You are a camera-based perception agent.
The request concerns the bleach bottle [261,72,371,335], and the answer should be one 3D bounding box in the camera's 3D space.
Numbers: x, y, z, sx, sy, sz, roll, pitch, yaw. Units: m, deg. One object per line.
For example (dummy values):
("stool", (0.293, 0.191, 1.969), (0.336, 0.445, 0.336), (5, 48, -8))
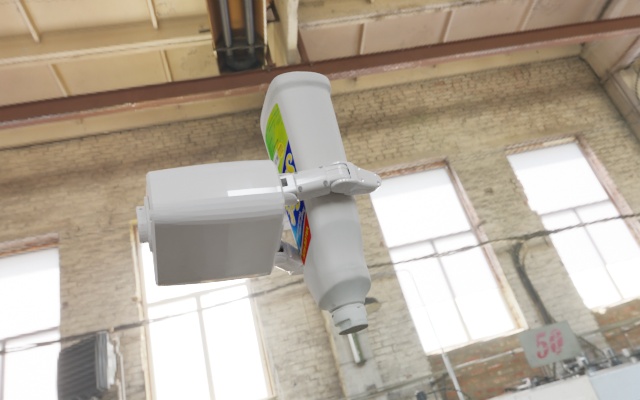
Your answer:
("bleach bottle", (0.000, 0.002, 0.467), (0.068, 0.250, 0.103), (-5, -28, -22))
